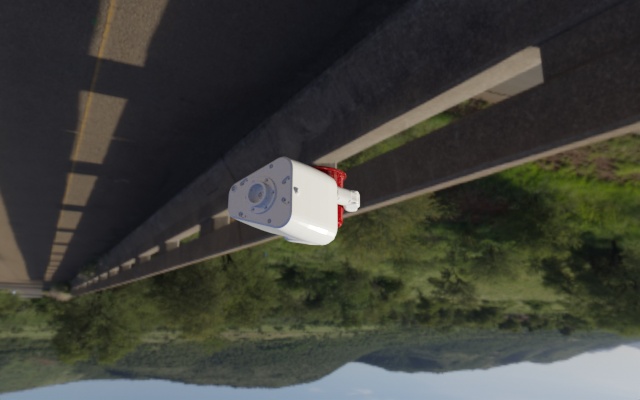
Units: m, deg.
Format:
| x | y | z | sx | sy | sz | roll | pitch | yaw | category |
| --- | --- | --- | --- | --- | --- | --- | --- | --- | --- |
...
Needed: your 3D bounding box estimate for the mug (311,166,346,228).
| x | y | z | sx | sy | sz | roll | pitch | yaw | category |
| --- | --- | --- | --- | --- | --- | --- | --- | --- | --- |
| 0.001 | 0.003 | 0.753 | 0.093 | 0.081 | 0.117 | -9 | -18 | 31 | mug |
